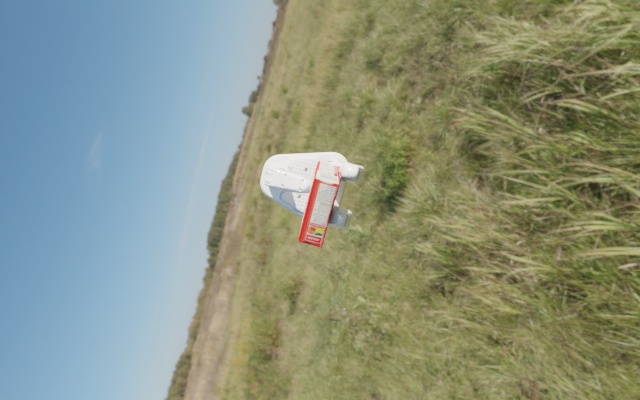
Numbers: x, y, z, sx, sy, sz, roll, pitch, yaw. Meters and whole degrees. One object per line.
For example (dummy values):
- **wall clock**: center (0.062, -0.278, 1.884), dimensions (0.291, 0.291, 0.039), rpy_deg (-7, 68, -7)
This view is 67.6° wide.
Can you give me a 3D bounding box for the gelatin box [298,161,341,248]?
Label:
- **gelatin box**: center (0.000, 0.002, 0.535), dimensions (0.030, 0.073, 0.089), rpy_deg (15, 16, -2)
